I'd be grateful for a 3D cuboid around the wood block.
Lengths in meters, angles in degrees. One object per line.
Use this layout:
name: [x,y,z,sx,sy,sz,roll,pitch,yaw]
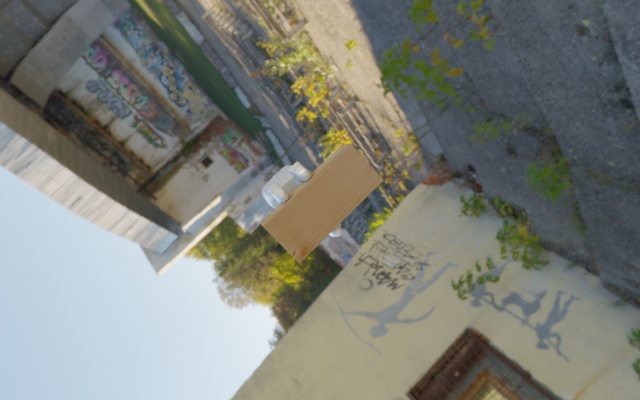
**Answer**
wood block: [0.000,0.003,0.852,0.206,0.091,0.090,-44,9,-6]
